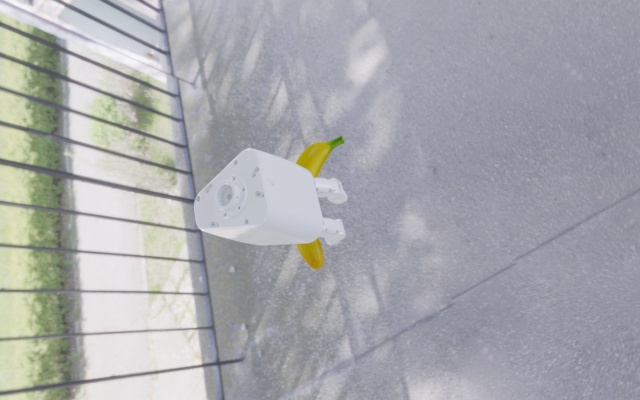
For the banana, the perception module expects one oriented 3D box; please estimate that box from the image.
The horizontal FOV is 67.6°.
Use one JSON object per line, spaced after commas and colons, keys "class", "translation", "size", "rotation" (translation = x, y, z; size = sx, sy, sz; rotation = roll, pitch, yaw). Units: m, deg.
{"class": "banana", "translation": [-0.016, -0.002, 0.687], "size": [0.069, 0.197, 0.037], "rotation": [4, -11, 29]}
